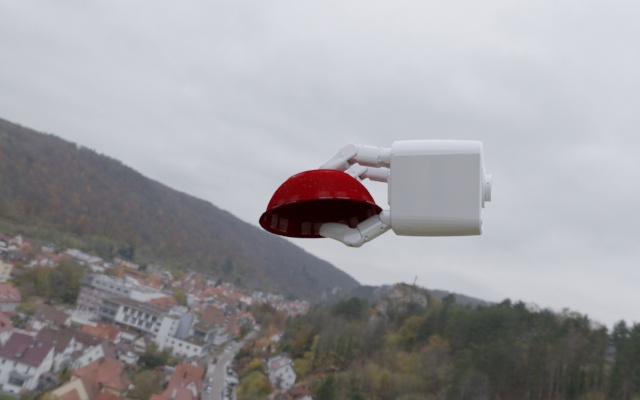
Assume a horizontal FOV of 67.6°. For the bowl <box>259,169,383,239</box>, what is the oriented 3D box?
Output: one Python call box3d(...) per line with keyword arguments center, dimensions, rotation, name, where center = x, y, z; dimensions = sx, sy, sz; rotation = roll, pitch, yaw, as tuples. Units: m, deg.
box3d(center=(-0.001, 0.002, 0.624), dimensions=(0.162, 0.055, 0.162), rotation=(-4, -21, -1), name="bowl")
